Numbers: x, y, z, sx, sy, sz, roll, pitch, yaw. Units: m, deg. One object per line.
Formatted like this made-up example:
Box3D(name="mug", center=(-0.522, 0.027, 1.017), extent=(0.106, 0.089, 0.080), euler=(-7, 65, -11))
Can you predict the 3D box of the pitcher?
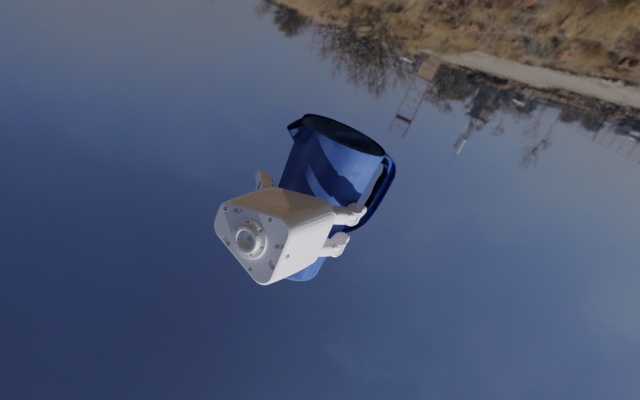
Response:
Box3D(name="pitcher", center=(0.000, 0.002, 0.739), extent=(0.149, 0.243, 0.145), euler=(32, 22, 17))
